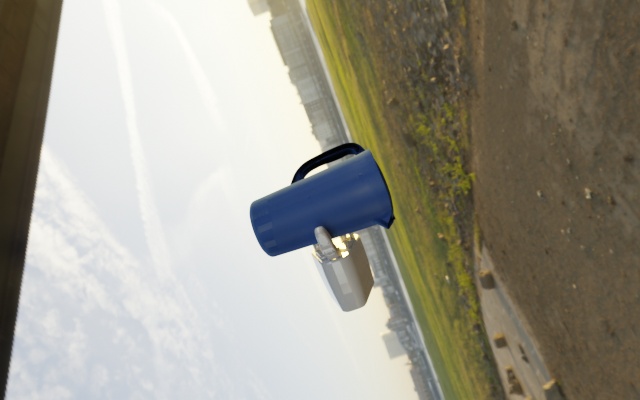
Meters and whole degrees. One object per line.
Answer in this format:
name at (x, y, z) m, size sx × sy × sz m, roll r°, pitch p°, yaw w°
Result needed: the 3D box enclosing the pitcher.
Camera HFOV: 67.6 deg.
pitcher at (0.000, 0.003, 0.854) m, size 0.243 × 0.145 × 0.149 m, roll -20°, pitch 16°, yaw 5°
